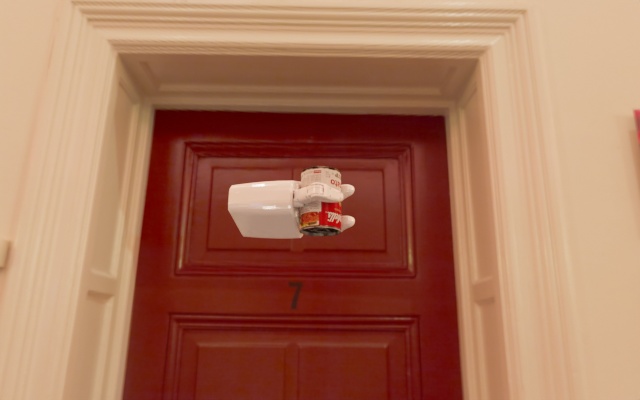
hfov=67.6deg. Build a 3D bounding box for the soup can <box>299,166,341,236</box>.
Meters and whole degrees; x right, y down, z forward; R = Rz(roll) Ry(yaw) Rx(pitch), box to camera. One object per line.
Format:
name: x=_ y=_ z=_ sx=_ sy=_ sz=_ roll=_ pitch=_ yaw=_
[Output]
soup can: x=0.001 y=0.002 z=0.783 sx=0.068 sy=0.102 sz=0.068 roll=1 pitch=-16 yaw=0
